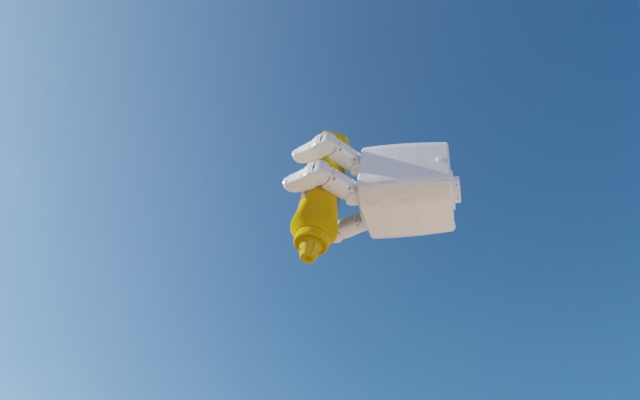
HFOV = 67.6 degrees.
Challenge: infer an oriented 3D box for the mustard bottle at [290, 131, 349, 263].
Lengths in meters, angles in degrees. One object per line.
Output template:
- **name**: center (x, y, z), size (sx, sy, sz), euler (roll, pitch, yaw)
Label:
- **mustard bottle**: center (0.000, 0.002, 0.609), size (0.058, 0.096, 0.191), euler (14, 44, -2)
